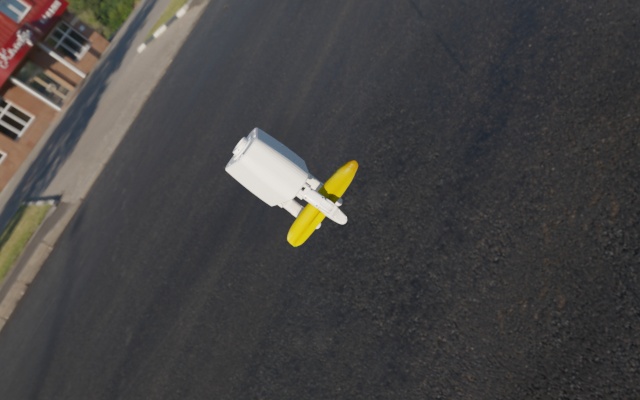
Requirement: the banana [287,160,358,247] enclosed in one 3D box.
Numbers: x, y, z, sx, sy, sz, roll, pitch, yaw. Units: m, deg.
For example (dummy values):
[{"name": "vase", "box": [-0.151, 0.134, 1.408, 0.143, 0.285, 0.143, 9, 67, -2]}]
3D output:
[{"name": "banana", "box": [-0.004, 0.011, 0.823, 0.037, 0.198, 0.069, 37, 17, -6]}]
